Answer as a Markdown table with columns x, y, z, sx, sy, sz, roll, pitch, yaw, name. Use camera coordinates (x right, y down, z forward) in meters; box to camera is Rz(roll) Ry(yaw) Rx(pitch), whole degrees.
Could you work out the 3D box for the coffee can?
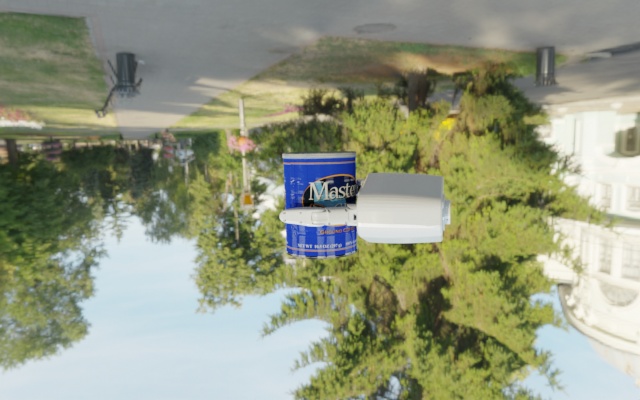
| x | y | z | sx | sy | sz | roll | pitch | yaw | name |
| --- | --- | --- | --- | --- | --- | --- | --- | --- | --- |
| 0.000 | 0.002 | 0.670 | 0.103 | 0.140 | 0.103 | -1 | 7 | 0 | coffee can |
